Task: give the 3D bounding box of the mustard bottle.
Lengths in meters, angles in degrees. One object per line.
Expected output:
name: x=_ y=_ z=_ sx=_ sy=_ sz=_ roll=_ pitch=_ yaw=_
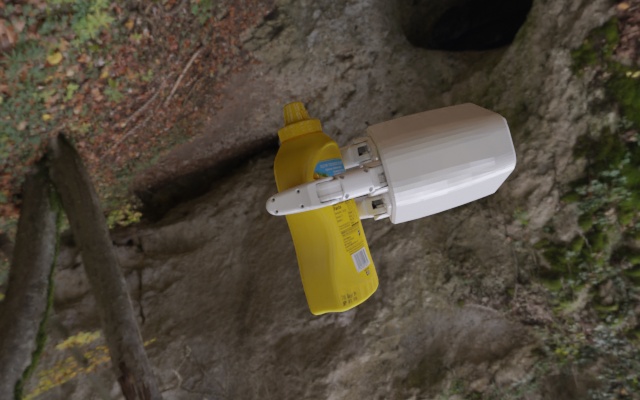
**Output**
mustard bottle: x=0.000 y=0.002 z=0.449 sx=0.058 sy=0.191 sz=0.096 roll=-15 pitch=2 yaw=28
